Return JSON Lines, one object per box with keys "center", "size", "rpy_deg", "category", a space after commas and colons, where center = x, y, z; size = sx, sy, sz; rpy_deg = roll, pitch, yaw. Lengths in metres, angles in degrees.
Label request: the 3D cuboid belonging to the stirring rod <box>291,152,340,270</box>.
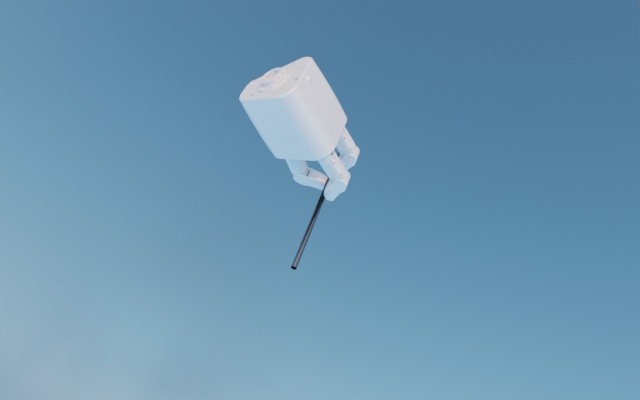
{"center": [0.000, 0.002, 0.703], "size": [0.011, 0.239, 0.011], "rpy_deg": [13, -40, 11], "category": "stirring rod"}
